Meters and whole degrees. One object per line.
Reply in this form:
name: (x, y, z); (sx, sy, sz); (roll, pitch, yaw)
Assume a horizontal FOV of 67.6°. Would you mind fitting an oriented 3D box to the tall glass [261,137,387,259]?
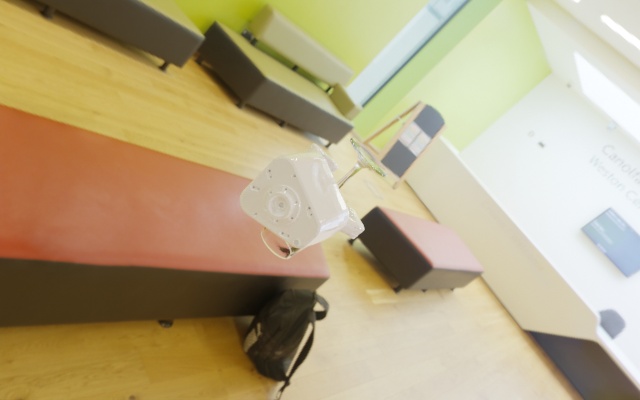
tall glass: (0.001, 0.002, 0.706); (0.201, 0.079, 0.079); (-43, -17, 19)
